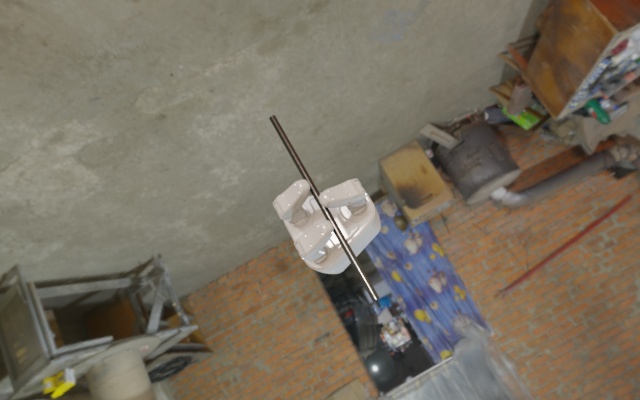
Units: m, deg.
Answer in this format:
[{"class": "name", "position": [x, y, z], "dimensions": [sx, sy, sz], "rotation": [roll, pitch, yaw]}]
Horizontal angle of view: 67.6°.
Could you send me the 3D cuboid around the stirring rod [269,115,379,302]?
[{"class": "stirring rod", "position": [0.000, 0.002, 0.523], "dimensions": [0.011, 0.239, 0.011], "rotation": [-27, -18, -10]}]
